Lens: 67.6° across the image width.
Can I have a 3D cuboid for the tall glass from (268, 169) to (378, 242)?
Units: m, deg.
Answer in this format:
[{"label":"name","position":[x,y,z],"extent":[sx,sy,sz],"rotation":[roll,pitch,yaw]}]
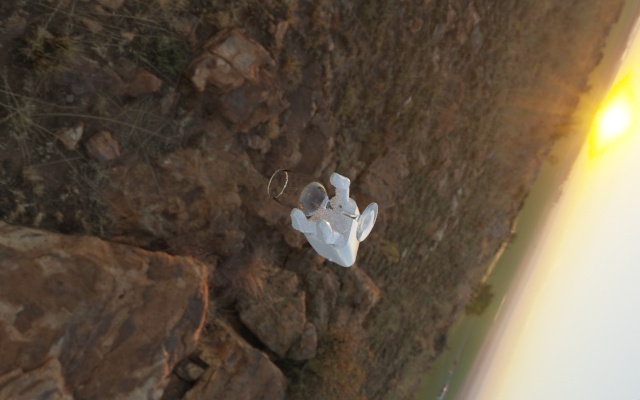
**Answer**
[{"label":"tall glass","position":[0.001,0.003,0.882],"extent":[0.201,0.079,0.079],"rotation":[24,10,25]}]
